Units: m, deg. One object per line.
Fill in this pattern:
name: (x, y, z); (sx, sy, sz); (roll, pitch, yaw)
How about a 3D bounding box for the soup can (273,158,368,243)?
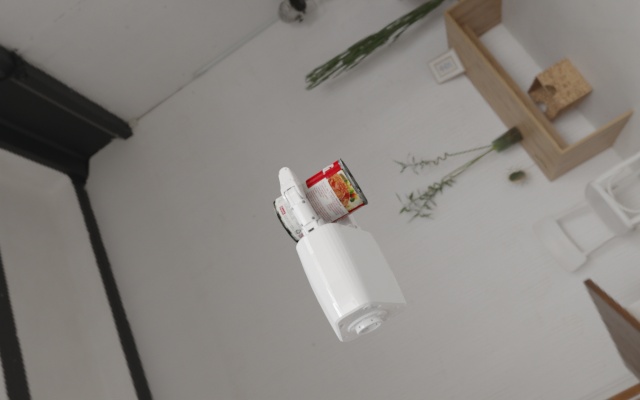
soup can: (0.000, 0.002, 0.606); (0.102, 0.068, 0.068); (-32, -5, 8)
